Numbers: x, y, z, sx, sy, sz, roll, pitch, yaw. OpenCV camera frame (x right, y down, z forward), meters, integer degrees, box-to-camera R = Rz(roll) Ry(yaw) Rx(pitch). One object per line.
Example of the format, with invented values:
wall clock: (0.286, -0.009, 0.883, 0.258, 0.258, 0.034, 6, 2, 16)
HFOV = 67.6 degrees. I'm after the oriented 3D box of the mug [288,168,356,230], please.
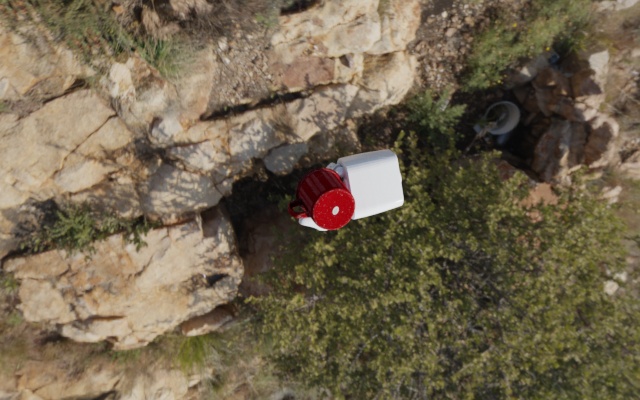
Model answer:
mug: (-0.001, 0.003, 0.841, 0.117, 0.093, 0.081, -15, 29, -12)
